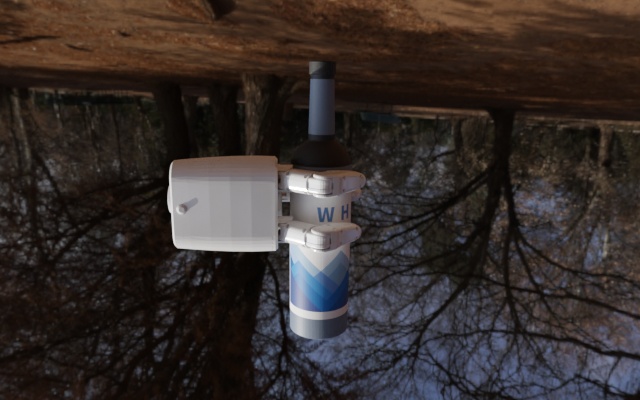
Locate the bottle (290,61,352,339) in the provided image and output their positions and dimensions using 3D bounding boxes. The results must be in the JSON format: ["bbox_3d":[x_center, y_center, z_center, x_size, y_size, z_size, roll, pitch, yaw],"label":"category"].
[{"bbox_3d":[0.000,0.002,0.519,0.069,0.296,0.069,1,14,0],"label":"bottle"}]
